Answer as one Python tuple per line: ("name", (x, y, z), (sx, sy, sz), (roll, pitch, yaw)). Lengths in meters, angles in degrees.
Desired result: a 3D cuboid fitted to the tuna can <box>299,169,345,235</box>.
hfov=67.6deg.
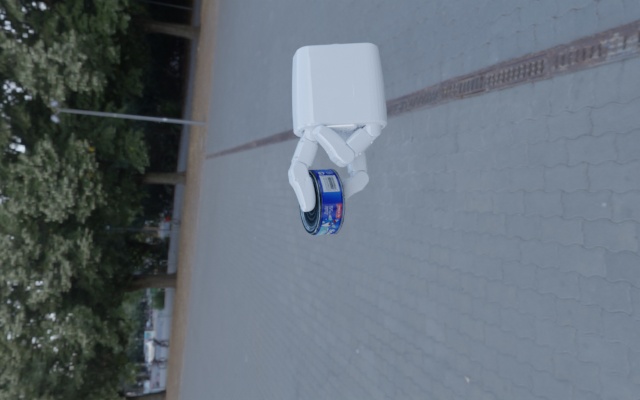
("tuna can", (0.000, 0.002, 0.618), (0.034, 0.086, 0.086), (-3, 1, -21))
